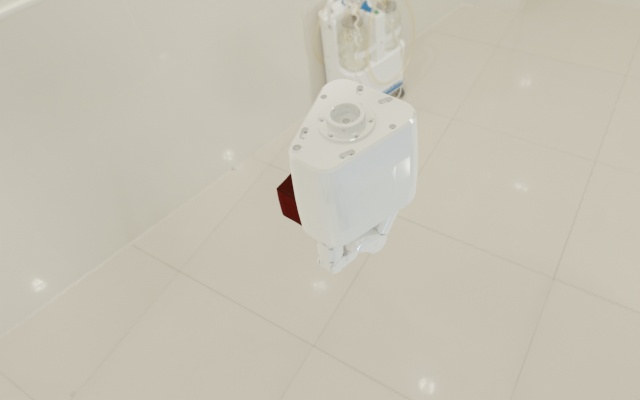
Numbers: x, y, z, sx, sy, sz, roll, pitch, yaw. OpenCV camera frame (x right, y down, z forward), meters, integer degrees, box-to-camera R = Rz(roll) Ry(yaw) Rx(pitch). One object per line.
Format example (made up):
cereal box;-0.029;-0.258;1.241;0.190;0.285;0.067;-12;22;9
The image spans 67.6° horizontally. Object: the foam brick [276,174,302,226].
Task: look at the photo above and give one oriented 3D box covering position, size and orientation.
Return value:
foam brick;0.000;0.002;0.514;0.078;0.053;0.051;29;-28;26
